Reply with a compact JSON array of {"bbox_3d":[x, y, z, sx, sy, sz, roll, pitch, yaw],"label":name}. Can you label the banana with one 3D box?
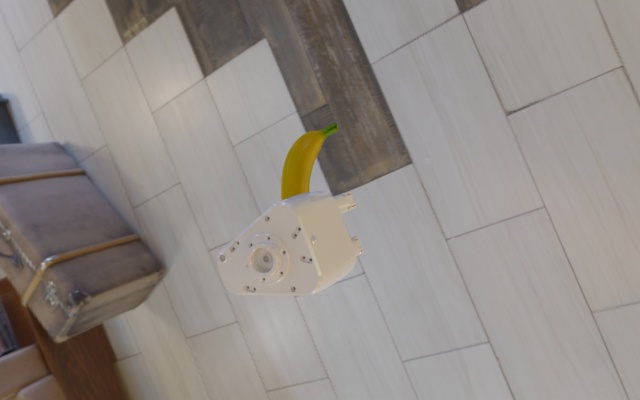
[{"bbox_3d":[-0.018,-0.002,0.611,0.069,0.198,0.037,3,1,14],"label":"banana"}]
